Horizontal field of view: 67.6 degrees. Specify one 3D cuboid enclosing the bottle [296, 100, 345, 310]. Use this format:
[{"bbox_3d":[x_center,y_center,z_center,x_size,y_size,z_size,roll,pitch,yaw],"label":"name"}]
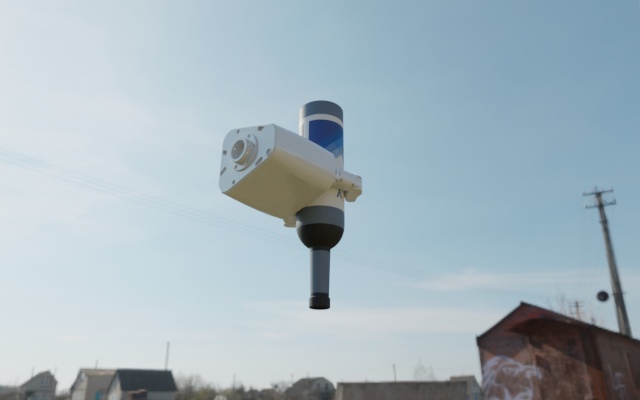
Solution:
[{"bbox_3d":[0.000,0.002,0.666,0.069,0.295,0.069,0,-23,0],"label":"bottle"}]
